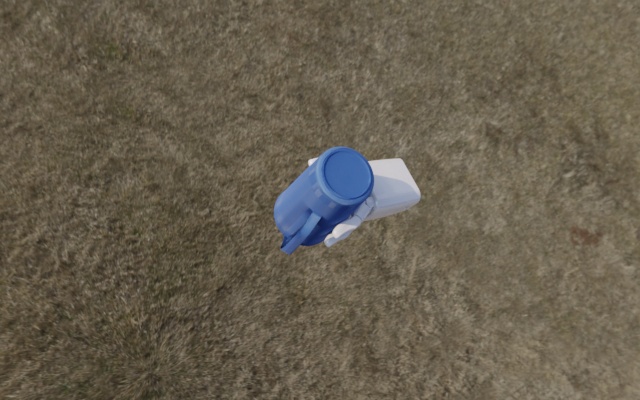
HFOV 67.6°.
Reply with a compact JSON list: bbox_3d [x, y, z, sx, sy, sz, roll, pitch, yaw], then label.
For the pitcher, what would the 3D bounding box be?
[{"bbox_3d":[0.000,0.003,0.900,0.145,0.149,0.243,-9,-16,-23],"label":"pitcher"}]
